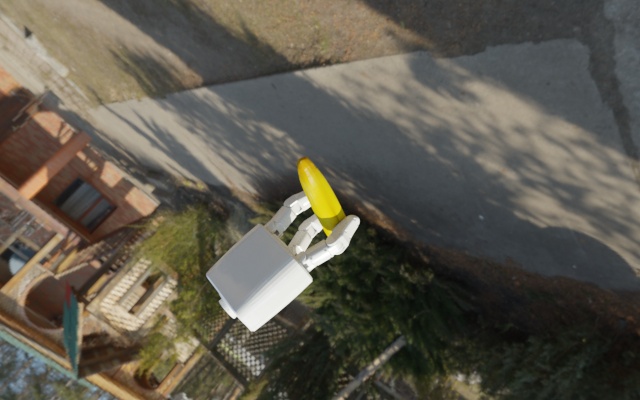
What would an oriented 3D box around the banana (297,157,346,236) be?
[{"bbox_3d":[0.010,0.016,0.679,0.037,0.069,0.198,-33,-34,-4],"label":"banana"}]
